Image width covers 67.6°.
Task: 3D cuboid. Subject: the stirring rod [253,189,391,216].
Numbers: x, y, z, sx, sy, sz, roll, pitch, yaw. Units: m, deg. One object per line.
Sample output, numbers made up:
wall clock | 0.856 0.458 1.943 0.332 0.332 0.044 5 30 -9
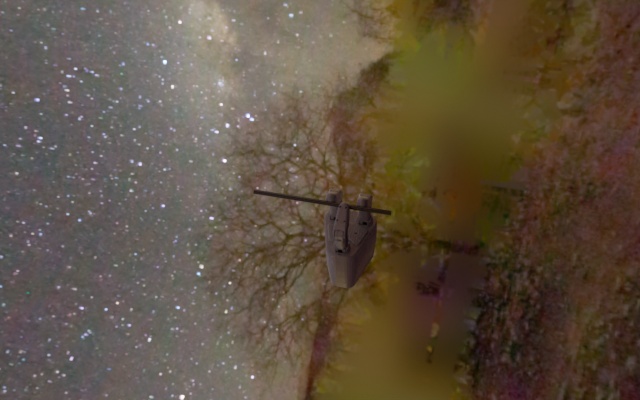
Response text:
stirring rod | 0.000 0.003 0.811 0.239 0.011 0.011 9 2 12
